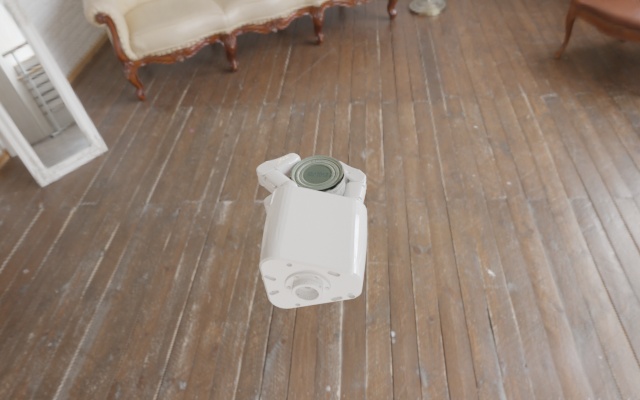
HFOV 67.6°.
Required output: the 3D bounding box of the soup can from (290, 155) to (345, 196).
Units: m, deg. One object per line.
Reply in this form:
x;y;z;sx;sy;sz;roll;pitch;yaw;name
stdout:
0.000;0.001;0.610;0.068;0.102;0.068;-4;44;4;soup can
